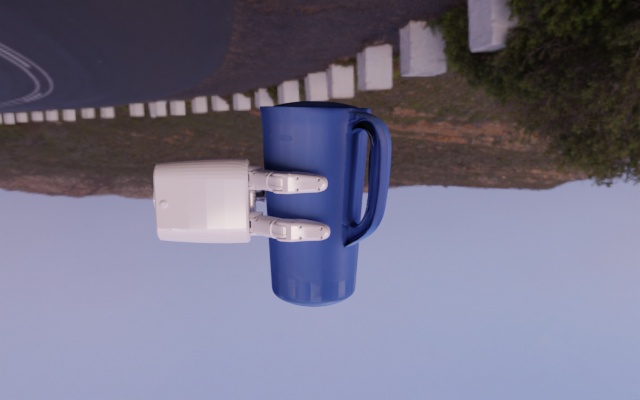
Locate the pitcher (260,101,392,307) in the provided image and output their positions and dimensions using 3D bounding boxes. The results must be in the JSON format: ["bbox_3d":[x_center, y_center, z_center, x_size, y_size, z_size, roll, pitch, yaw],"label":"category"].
[{"bbox_3d":[0.000,0.002,0.585,0.145,0.243,0.149,0,11,-4],"label":"pitcher"}]
